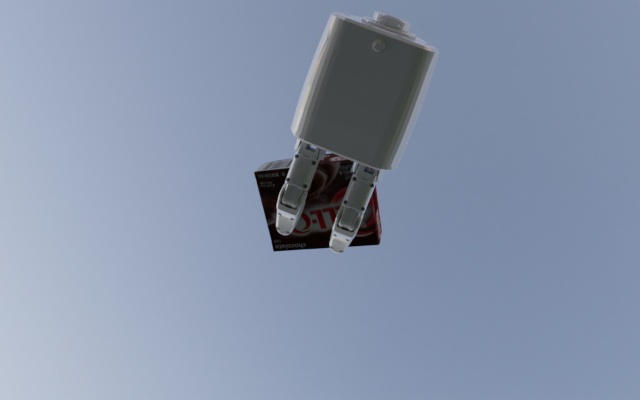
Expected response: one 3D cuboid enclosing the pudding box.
[{"bbox_3d":[0.000,0.001,0.474,0.113,0.090,0.039,-4,23,16],"label":"pudding box"}]
